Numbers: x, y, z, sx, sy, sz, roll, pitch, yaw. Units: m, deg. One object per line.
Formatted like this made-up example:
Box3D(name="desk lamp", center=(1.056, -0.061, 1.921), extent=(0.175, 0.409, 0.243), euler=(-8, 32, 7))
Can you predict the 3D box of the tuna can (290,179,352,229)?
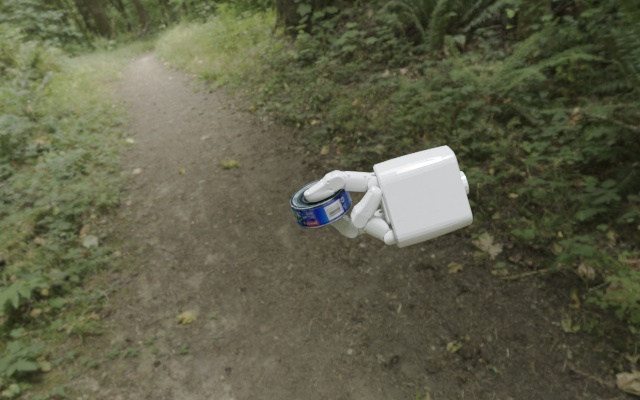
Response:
Box3D(name="tuna can", center=(0.000, 0.002, 0.686), extent=(0.086, 0.034, 0.086), euler=(-18, 26, 9))
